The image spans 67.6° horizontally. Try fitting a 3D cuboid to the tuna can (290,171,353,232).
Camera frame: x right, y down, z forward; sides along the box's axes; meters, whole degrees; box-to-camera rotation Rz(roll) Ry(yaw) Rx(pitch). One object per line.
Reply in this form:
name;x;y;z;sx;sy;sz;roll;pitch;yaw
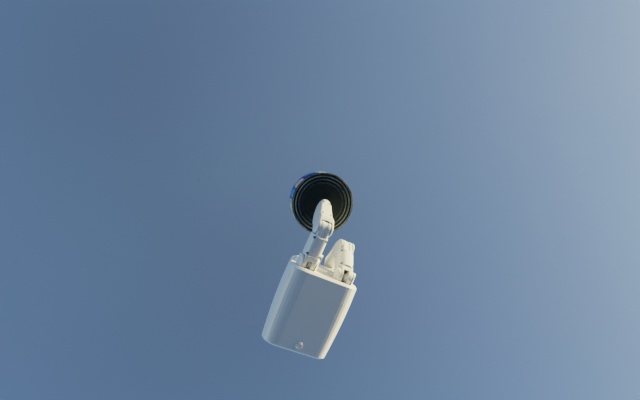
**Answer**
tuna can;0.000;0.002;0.669;0.086;0.086;0.033;0;8;-12
